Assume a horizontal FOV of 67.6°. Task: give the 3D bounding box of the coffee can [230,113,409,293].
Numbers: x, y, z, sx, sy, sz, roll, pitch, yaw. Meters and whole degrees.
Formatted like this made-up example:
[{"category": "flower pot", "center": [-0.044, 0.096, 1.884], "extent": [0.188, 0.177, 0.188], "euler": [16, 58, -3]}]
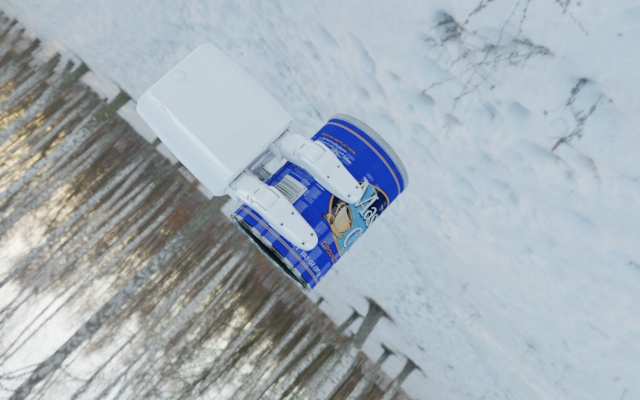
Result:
[{"category": "coffee can", "center": [0.000, 0.002, 0.457], "extent": [0.140, 0.103, 0.103], "euler": [-46, 13, -13]}]
